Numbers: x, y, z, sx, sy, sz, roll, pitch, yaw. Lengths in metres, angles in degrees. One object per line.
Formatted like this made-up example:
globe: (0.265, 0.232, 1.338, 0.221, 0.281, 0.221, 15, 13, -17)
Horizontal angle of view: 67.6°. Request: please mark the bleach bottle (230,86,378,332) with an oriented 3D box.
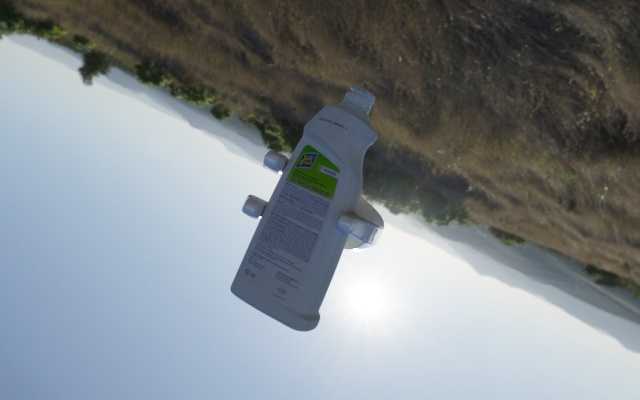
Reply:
bleach bottle: (0.000, 0.002, 0.506, 0.102, 0.251, 0.068, 25, 0, 19)
